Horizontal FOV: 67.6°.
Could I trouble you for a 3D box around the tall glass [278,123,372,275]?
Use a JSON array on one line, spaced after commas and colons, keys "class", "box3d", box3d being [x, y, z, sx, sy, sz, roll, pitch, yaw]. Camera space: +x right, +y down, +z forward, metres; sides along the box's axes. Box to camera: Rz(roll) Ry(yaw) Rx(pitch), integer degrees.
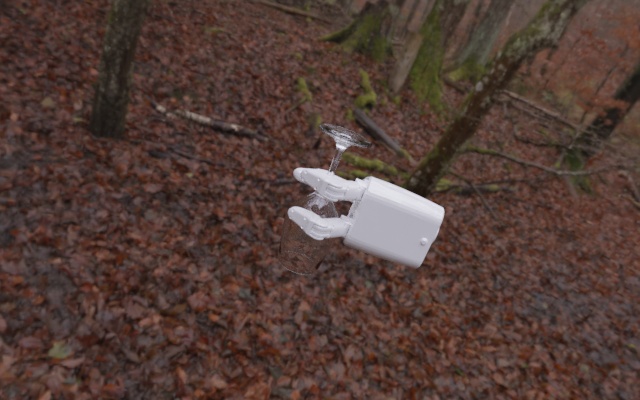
[{"class": "tall glass", "box3d": [0.000, 0.001, 0.654, 0.079, 0.201, 0.079, 18, 20, -7]}]
